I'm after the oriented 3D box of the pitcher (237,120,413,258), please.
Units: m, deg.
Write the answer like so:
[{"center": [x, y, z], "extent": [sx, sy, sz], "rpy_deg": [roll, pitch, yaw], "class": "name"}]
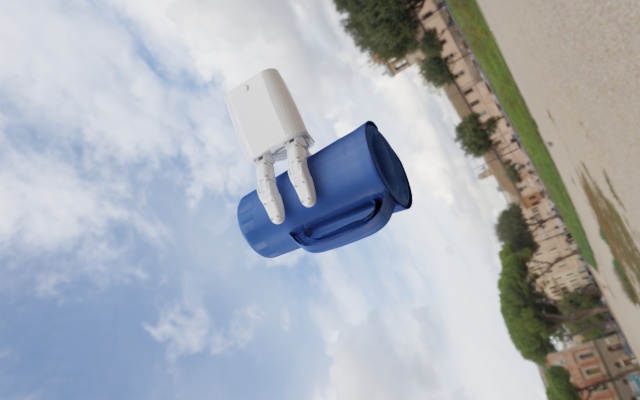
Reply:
[{"center": [0.000, 0.002, 0.689], "extent": [0.243, 0.145, 0.149], "rpy_deg": [-26, -7, 24], "class": "pitcher"}]
